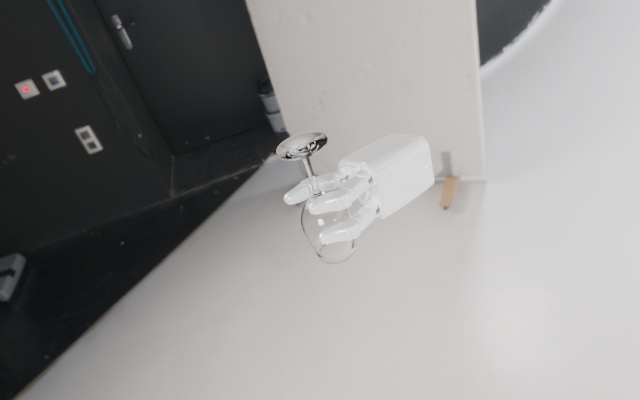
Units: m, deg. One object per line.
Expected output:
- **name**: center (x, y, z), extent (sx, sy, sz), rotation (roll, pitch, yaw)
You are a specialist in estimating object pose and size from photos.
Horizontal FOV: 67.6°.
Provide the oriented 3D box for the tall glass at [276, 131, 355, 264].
- **tall glass**: center (0.000, 0.002, 0.711), extent (0.079, 0.201, 0.079), rotation (-12, 34, 8)
